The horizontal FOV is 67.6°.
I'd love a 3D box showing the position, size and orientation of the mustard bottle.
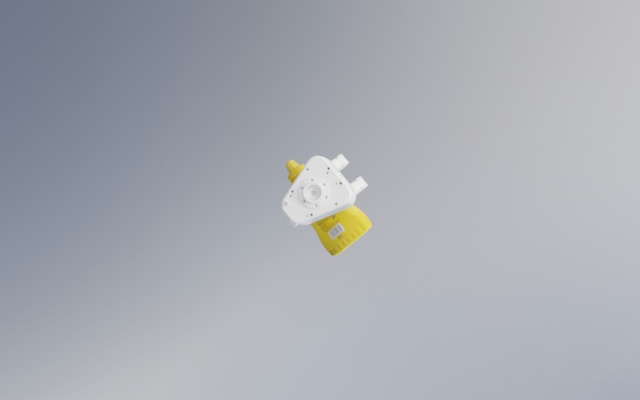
[{"bbox_3d":[0.000,0.003,0.886,0.096,0.191,0.058,-42,-5,28],"label":"mustard bottle"}]
